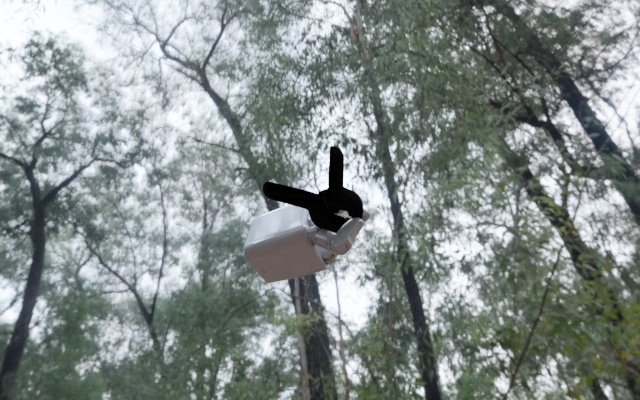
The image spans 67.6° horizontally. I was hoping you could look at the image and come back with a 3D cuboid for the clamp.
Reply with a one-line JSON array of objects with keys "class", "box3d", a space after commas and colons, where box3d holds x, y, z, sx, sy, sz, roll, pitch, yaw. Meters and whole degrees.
[{"class": "clamp", "box3d": [0.000, 0.002, 0.679, 0.120, 0.039, 0.172, -17, -44, 15]}]
